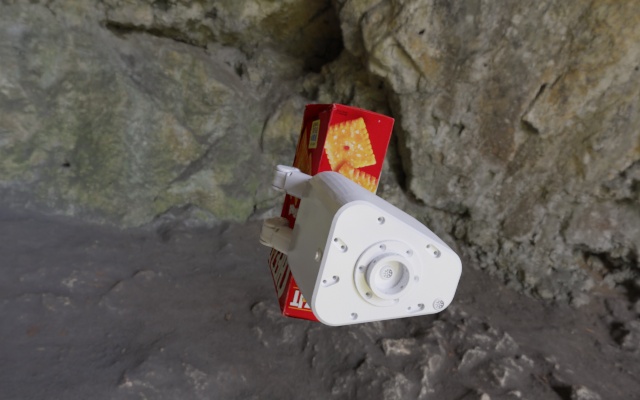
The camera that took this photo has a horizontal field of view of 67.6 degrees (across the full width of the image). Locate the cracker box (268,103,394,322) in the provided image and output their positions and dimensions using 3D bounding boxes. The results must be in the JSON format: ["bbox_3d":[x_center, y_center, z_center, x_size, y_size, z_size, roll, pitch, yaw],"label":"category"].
[{"bbox_3d":[0.000,0.002,0.532,0.072,0.214,0.164,12,10,-13],"label":"cracker box"}]
